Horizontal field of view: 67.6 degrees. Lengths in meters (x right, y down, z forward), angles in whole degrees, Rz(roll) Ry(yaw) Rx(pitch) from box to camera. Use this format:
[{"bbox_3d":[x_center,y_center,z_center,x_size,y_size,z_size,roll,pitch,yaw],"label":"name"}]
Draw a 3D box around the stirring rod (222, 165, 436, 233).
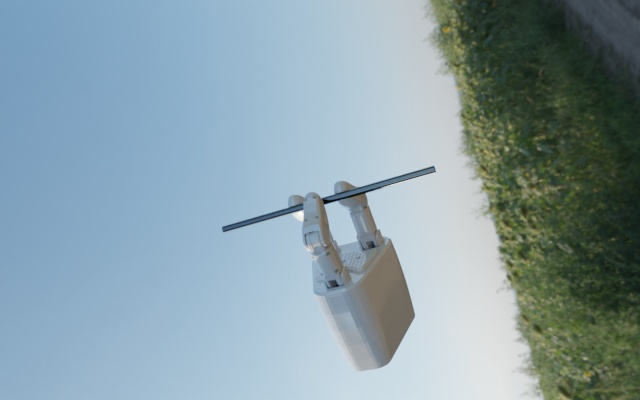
[{"bbox_3d":[0.000,0.002,0.494,0.239,0.011,0.011,-16,-6,20],"label":"stirring rod"}]
